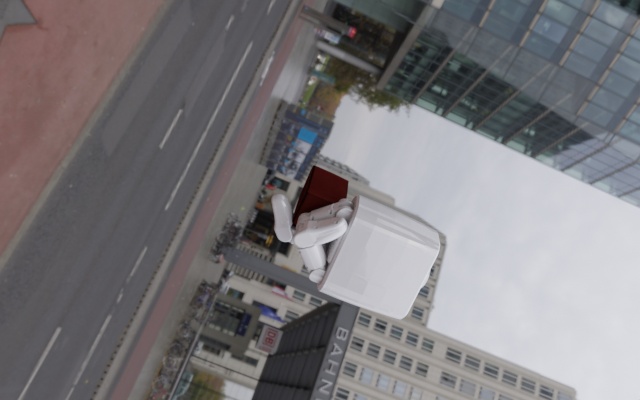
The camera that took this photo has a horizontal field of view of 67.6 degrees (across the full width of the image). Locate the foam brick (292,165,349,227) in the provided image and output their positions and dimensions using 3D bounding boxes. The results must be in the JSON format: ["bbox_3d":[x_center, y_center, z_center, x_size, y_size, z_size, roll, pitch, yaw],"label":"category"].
[{"bbox_3d":[0.000,0.002,0.598,0.051,0.053,0.078,22,30,-5],"label":"foam brick"}]
